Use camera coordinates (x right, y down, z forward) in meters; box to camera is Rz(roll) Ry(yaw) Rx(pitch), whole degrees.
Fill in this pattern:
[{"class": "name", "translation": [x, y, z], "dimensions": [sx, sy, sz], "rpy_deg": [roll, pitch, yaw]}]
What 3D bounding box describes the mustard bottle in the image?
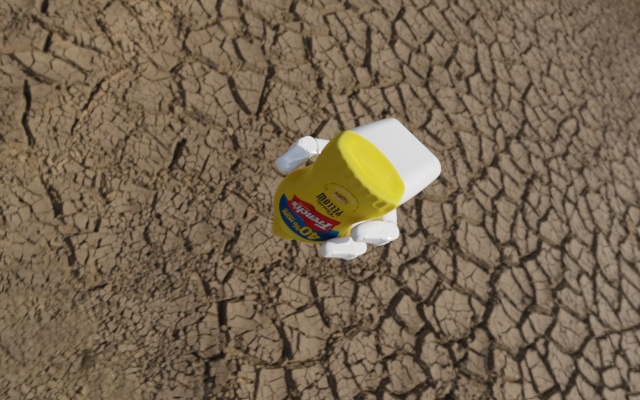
[{"class": "mustard bottle", "translation": [0.000, 0.002, 0.553], "dimensions": [0.096, 0.058, 0.192], "rpy_deg": [42, -42, -13]}]
